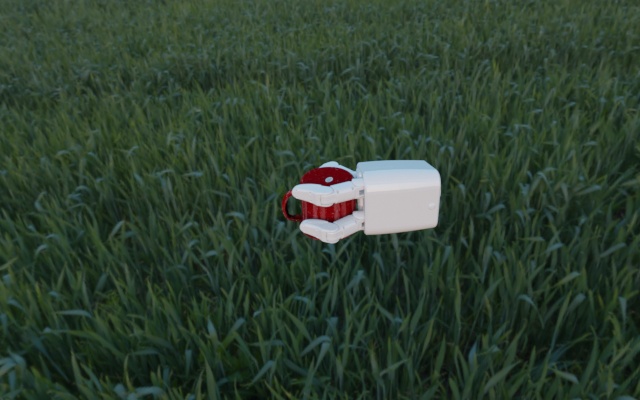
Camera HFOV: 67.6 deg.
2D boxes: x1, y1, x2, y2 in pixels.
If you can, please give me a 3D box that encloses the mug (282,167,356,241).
[{"bbox_3d":[-0.001,0.002,0.720,0.117,0.081,0.093,-4,32,-1],"label":"mug"}]
